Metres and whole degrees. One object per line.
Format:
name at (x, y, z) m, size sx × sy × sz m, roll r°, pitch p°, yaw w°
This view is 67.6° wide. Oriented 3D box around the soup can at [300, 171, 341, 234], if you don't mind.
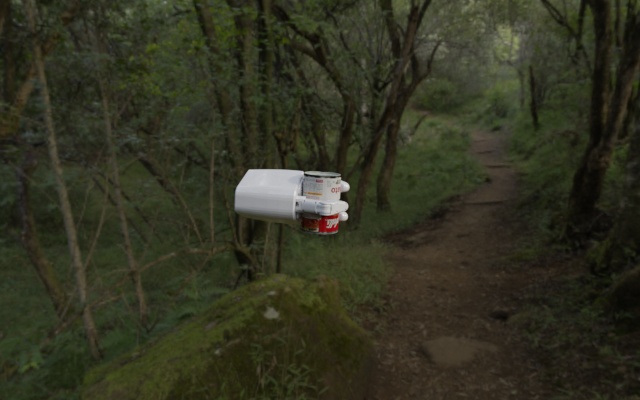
soup can at (0.001, 0.003, 0.845) m, size 0.068 × 0.102 × 0.068 m, roll 3°, pitch 9°, yaw -1°
